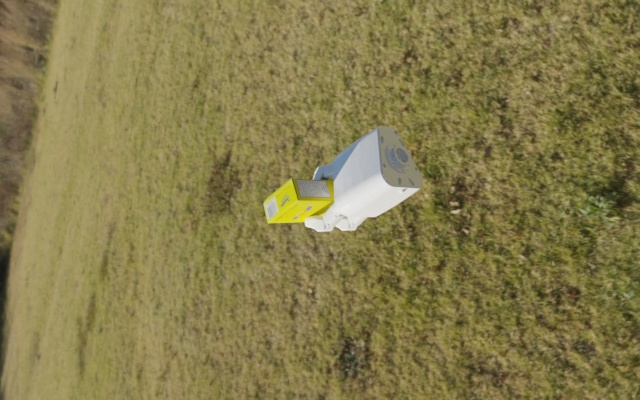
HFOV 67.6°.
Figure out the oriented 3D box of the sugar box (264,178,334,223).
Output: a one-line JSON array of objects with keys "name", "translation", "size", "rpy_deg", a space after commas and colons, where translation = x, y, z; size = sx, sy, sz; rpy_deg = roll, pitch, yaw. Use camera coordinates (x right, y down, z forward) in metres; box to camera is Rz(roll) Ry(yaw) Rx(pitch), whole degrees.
[{"name": "sugar box", "translation": [0.000, 0.003, 0.820], "size": [0.176, 0.048, 0.093], "rpy_deg": [3, -27, -39]}]
